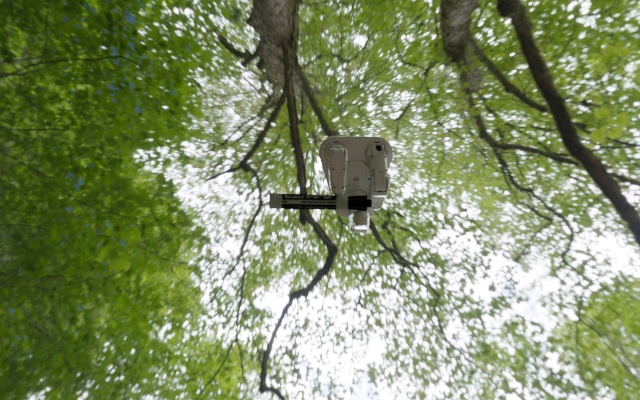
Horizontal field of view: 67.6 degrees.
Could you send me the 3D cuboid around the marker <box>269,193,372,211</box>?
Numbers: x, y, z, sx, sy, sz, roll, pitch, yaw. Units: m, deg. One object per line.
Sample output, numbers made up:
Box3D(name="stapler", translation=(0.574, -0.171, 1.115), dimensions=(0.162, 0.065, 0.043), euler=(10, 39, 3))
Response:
Box3D(name="marker", translation=(0.000, 0.002, 0.566), dimensions=(0.121, 0.020, 0.020), euler=(1, 0, -1))
